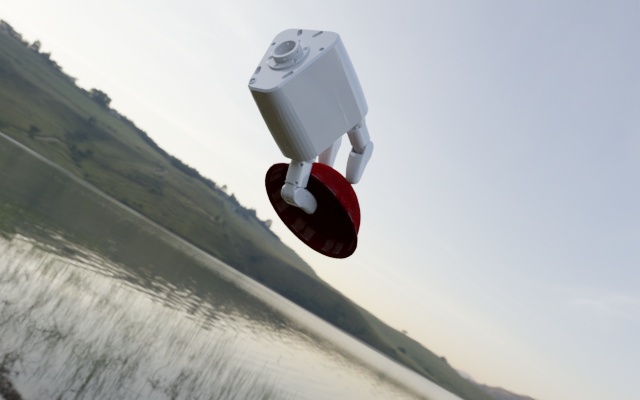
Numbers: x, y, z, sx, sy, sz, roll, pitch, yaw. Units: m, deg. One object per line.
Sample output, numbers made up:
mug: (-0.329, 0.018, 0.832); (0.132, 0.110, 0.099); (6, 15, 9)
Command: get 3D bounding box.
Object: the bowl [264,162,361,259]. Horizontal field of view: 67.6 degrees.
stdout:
bowl: (0.000, 0.003, 0.654); (0.162, 0.162, 0.055); (0, 36, 51)
